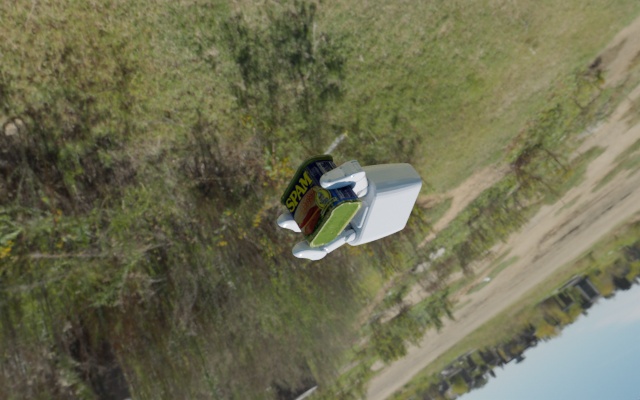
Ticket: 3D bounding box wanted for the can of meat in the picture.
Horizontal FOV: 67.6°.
[{"bbox_3d":[0.000,0.002,0.655,0.057,0.084,0.102,-9,-35,-41],"label":"can of meat"}]
